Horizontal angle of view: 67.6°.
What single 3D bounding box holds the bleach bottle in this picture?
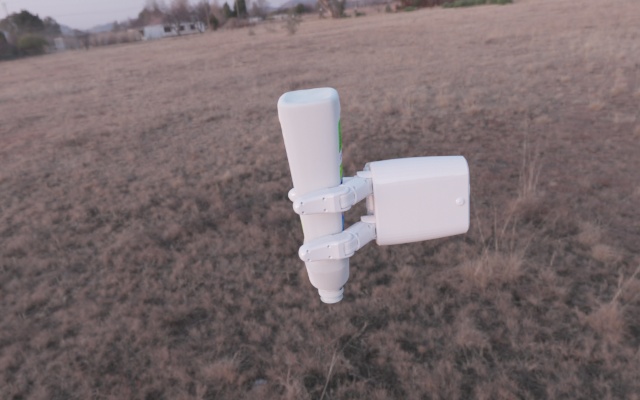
[{"bbox_3d":[0.000,0.002,0.563,0.068,0.251,0.102,-6,21,2],"label":"bleach bottle"}]
